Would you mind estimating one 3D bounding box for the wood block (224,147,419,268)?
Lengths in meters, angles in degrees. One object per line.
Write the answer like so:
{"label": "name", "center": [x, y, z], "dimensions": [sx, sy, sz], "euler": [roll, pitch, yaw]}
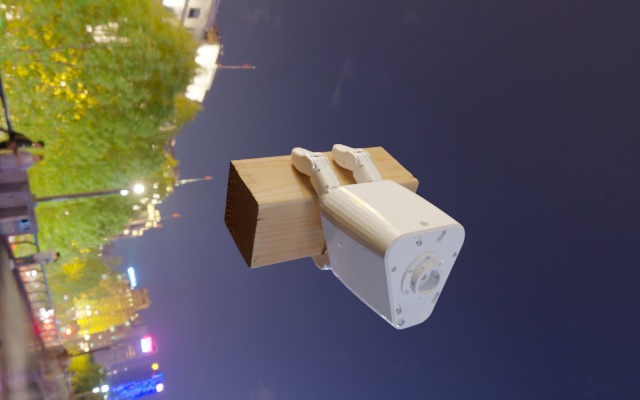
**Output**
{"label": "wood block", "center": [0.000, 0.002, 0.571], "dimensions": [0.206, 0.091, 0.090], "euler": [-8, 39, -29]}
